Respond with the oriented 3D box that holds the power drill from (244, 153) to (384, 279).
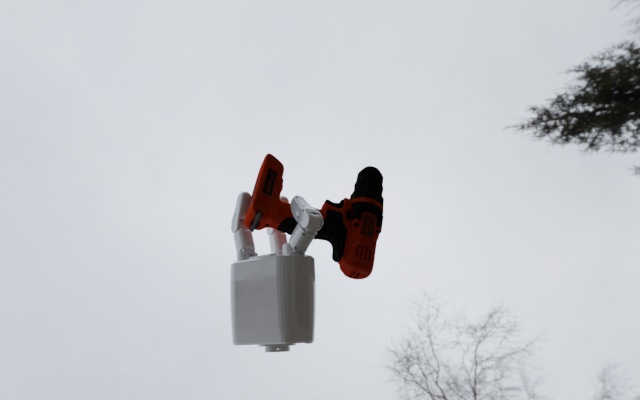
[{"bbox_3d":[0.000,0.002,0.666,0.187,0.184,0.057,19,-37,-10],"label":"power drill"}]
